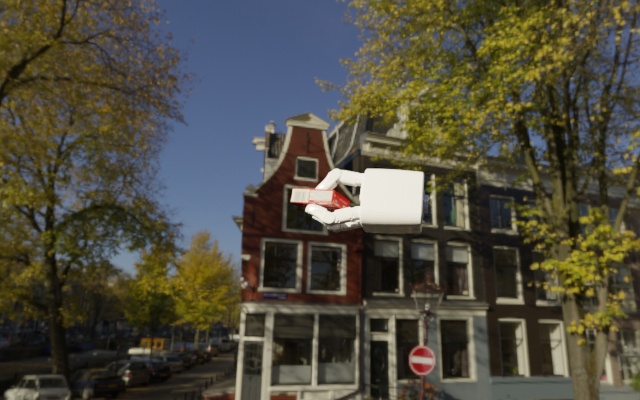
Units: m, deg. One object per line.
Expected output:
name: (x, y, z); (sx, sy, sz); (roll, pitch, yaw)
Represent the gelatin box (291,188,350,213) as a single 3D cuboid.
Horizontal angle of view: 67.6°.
gelatin box: (0.000, 0.002, 0.892); (0.089, 0.030, 0.073); (3, -15, 27)
